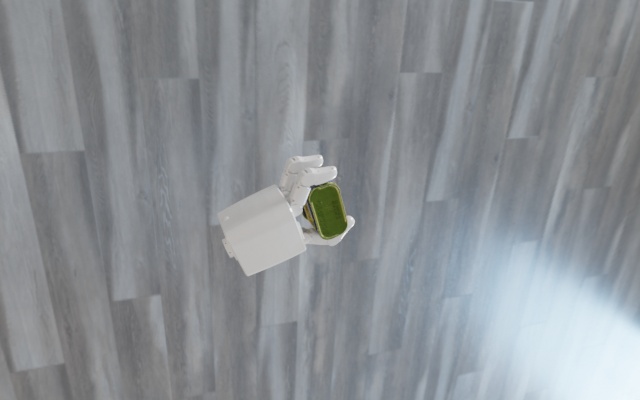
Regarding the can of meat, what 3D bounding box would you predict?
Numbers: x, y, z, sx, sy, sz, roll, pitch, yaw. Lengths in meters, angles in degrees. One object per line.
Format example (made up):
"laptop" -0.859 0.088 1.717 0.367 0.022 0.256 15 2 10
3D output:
"can of meat" 0.000 0.003 0.774 0.057 0.102 0.084 -22 29 -10
